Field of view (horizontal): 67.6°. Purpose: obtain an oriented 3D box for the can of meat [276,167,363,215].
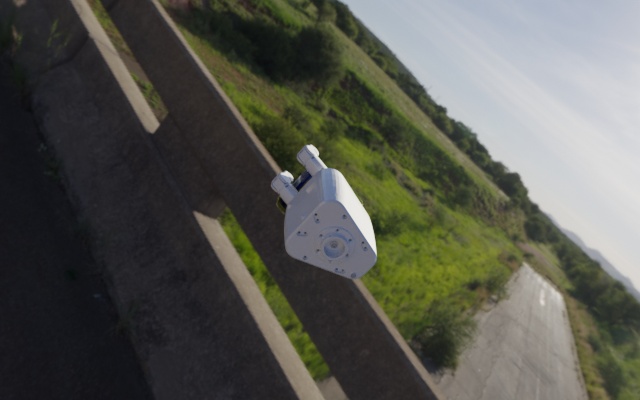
[{"bbox_3d":[0.000,0.002,0.711,0.102,0.084,0.057,39,17,-12],"label":"can of meat"}]
